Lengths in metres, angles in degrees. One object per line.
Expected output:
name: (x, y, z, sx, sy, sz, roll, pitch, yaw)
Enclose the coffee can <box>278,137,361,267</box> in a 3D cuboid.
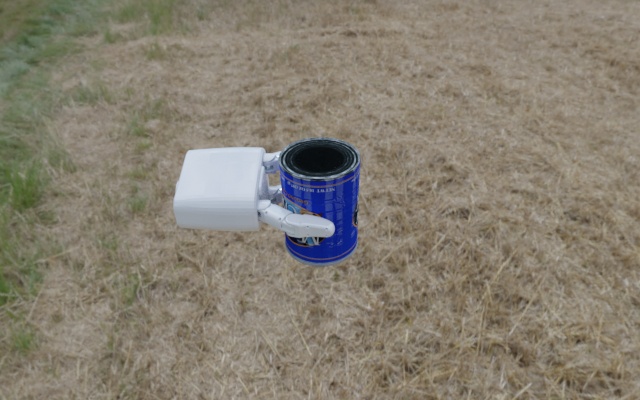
coffee can: (0.000, 0.002, 0.632, 0.103, 0.140, 0.102, -1, 36, 1)
